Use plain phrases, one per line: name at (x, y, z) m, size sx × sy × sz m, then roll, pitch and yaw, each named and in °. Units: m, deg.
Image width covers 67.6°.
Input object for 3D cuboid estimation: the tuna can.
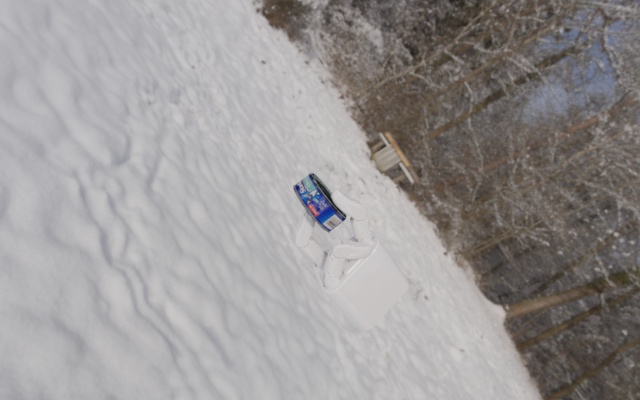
tuna can at (0.001, 0.002, 0.689) m, size 0.034 × 0.086 × 0.086 m, roll -37°, pitch -6°, yaw 8°
